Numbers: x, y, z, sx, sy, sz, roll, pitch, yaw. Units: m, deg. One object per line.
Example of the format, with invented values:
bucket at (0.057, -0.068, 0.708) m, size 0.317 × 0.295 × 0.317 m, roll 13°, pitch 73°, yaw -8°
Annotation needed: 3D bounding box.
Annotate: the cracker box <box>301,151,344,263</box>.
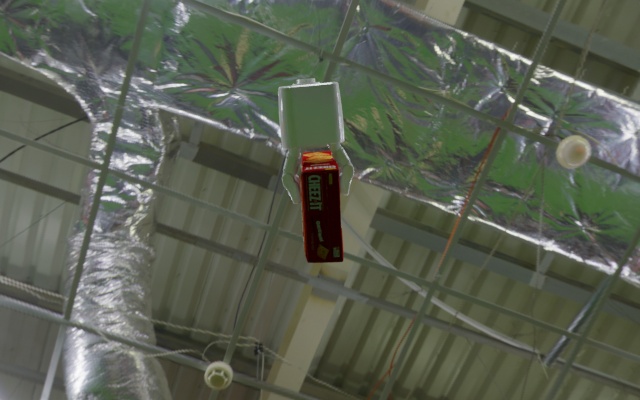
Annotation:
cracker box at (0.000, 0.003, 0.895) m, size 0.072 × 0.164 × 0.213 m, roll -4°, pitch 14°, yaw 0°
